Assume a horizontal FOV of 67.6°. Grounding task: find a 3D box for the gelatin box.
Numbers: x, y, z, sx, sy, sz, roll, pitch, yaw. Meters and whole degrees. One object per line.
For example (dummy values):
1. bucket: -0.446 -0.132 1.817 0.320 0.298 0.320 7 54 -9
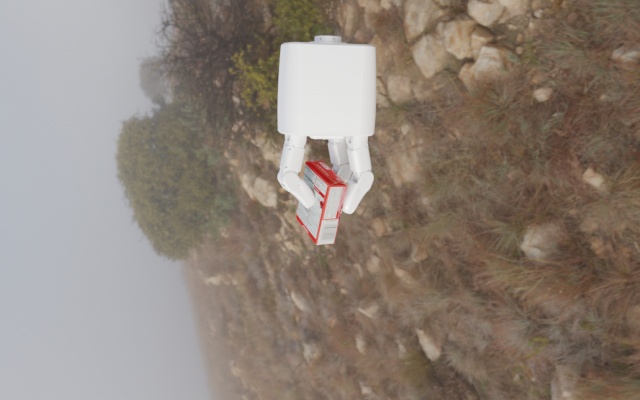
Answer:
1. gelatin box: 0.000 0.002 0.626 0.030 0.089 0.073 -1 27 -27
